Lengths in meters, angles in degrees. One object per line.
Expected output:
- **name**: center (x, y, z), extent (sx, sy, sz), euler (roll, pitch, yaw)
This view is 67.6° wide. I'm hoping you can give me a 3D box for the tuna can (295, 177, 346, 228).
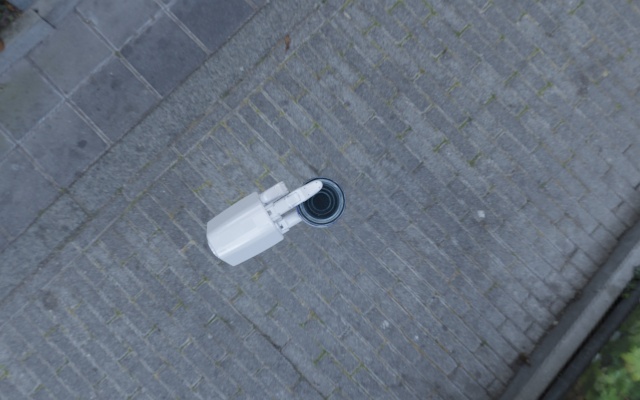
- **tuna can**: center (0.000, 0.003, 0.810), extent (0.086, 0.086, 0.034), euler (0, -6, -5)
